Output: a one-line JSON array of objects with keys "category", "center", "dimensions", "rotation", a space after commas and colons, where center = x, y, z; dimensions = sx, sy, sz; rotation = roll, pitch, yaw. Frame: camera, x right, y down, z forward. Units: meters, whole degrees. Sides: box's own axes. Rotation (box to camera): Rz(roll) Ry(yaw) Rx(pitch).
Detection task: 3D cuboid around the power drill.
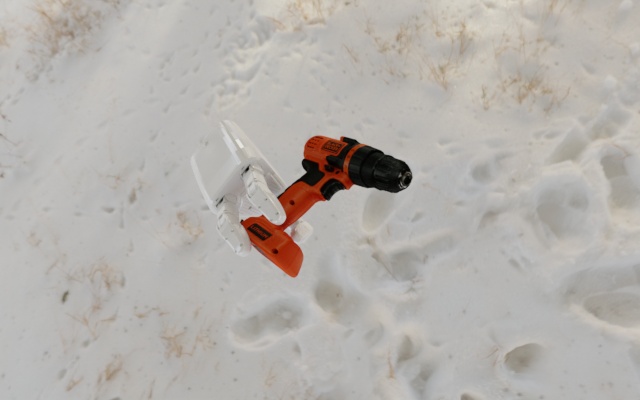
[{"category": "power drill", "center": [0.000, 0.002, 0.588], "dimensions": [0.184, 0.187, 0.057], "rotation": [24, -24, 51]}]
